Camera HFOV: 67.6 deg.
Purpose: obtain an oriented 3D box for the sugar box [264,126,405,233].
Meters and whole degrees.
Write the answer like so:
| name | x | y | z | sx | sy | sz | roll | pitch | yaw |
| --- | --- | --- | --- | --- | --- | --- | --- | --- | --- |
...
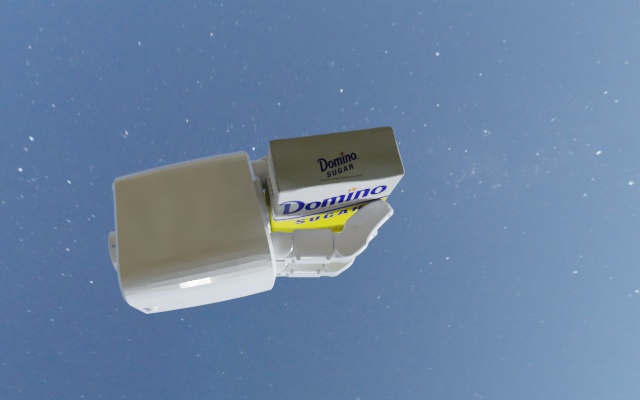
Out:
| name | x | y | z | sx | sy | sz | roll | pitch | yaw |
| --- | --- | --- | --- | --- | --- | --- | --- | --- | --- |
| sugar box | 0.000 | 0.002 | 0.408 | 0.093 | 0.048 | 0.176 | -8 | -17 | -11 |
